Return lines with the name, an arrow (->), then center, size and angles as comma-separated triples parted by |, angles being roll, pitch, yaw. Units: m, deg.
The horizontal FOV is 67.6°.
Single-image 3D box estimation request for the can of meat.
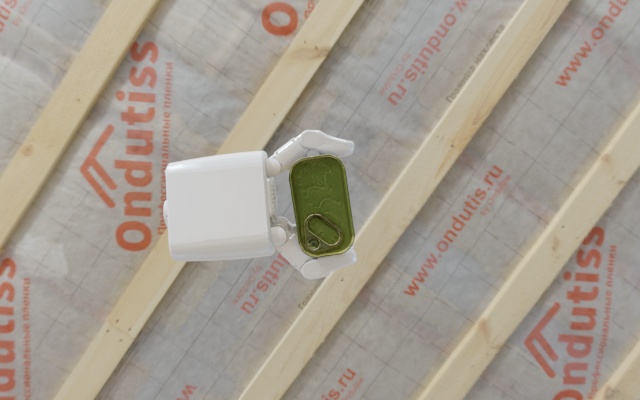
can of meat -> 0.000, 0.002, 0.515 | 0.057, 0.102, 0.084 | -9, 7, -1
